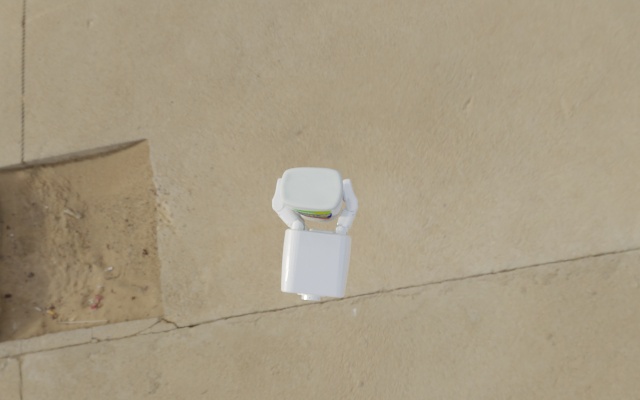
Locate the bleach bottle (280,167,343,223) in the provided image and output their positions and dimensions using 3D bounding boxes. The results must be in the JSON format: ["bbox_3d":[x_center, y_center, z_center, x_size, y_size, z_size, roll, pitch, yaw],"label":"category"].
[{"bbox_3d":[0.000,0.003,0.858,0.102,0.068,0.251,4,-10,9],"label":"bleach bottle"}]
